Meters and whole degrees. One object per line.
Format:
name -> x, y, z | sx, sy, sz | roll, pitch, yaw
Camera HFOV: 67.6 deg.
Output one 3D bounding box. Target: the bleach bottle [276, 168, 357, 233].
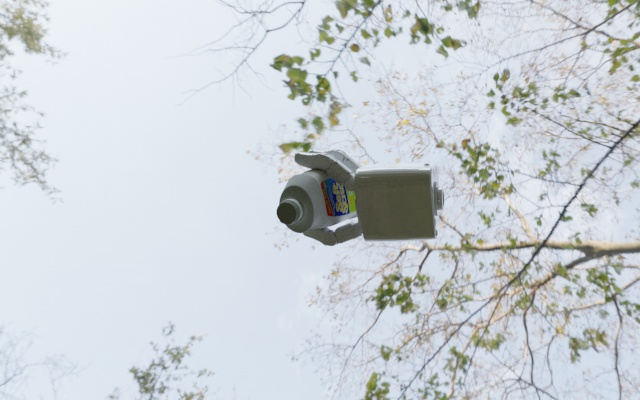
bleach bottle -> 0.000, 0.002, 0.710 | 0.068, 0.102, 0.251 | -1, 10, 20
